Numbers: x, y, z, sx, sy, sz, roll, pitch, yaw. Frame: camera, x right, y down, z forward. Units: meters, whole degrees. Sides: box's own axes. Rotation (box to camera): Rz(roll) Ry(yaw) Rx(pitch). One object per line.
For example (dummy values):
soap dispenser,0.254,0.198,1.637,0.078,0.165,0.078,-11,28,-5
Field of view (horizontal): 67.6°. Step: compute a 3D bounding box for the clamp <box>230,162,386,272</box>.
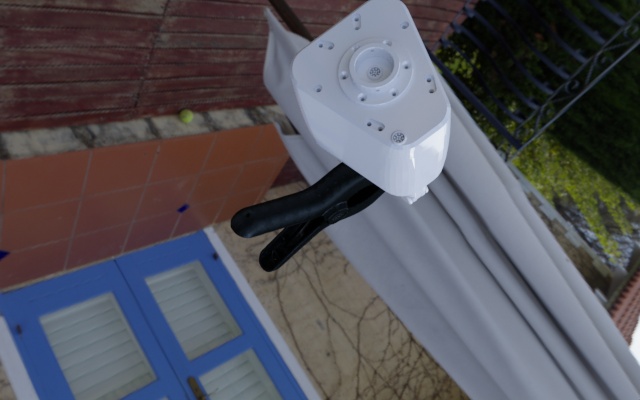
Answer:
clamp,0.001,0.002,0.427,0.171,0.039,0.120,-36,-17,0
